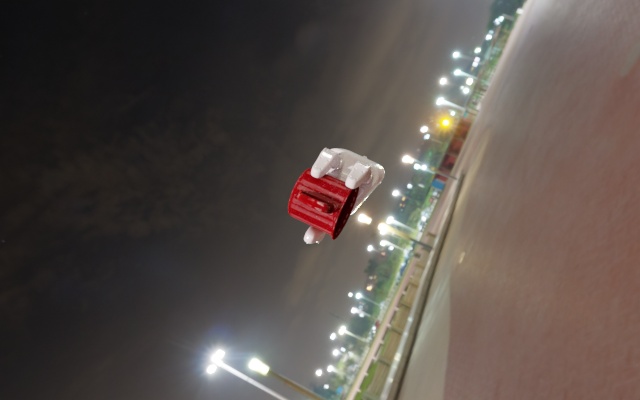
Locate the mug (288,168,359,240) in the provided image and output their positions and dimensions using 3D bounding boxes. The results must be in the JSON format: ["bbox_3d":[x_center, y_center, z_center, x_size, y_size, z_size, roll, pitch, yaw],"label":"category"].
[{"bbox_3d":[0.000,0.002,0.718,0.081,0.093,0.117,24,9,13],"label":"mug"}]
